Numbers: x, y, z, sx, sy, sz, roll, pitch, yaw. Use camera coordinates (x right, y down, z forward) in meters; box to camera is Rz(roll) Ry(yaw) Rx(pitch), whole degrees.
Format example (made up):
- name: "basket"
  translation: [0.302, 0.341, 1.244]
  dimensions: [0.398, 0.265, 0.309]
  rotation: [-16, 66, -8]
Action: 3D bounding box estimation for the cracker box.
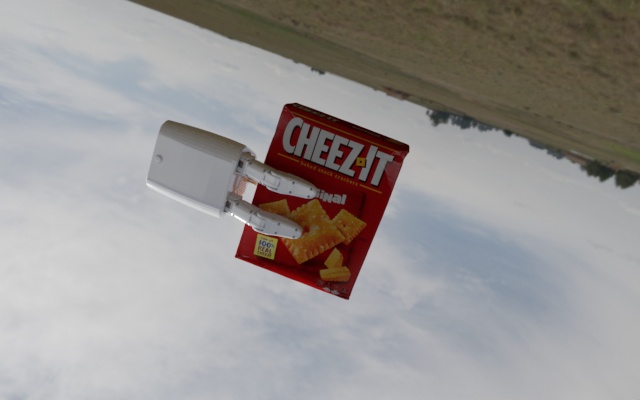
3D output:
- name: "cracker box"
  translation: [0.000, 0.002, 0.621]
  dimensions: [0.164, 0.214, 0.072]
  rotation: [21, 16, 4]
